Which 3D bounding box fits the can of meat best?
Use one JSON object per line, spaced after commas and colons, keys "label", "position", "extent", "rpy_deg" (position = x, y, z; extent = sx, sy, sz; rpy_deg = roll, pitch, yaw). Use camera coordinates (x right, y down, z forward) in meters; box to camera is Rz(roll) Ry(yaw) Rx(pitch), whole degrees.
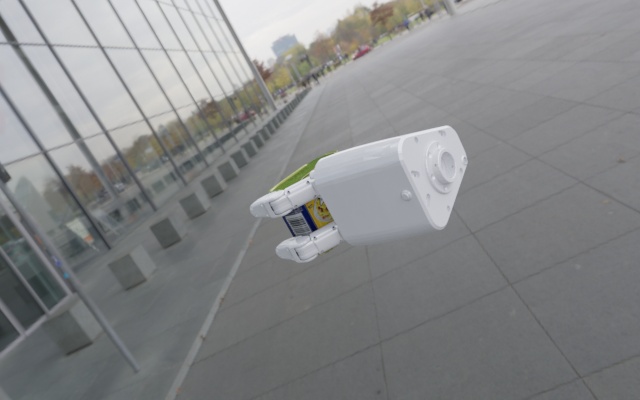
{"label": "can of meat", "position": [0.000, 0.001, 0.549], "extent": [0.057, 0.084, 0.102], "rpy_deg": [-12, 21, 48]}
